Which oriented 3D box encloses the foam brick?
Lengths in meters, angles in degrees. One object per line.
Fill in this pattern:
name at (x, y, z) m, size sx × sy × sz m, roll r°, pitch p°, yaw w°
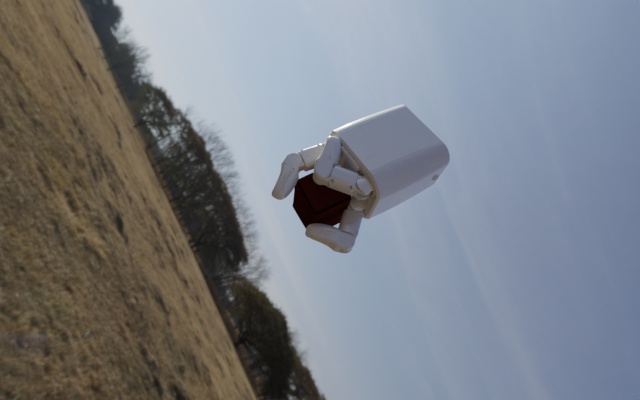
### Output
foam brick at (0.000, 0.002, 0.601) m, size 0.051 × 0.053 × 0.078 m, roll -26°, pitch -18°, yaw -16°
